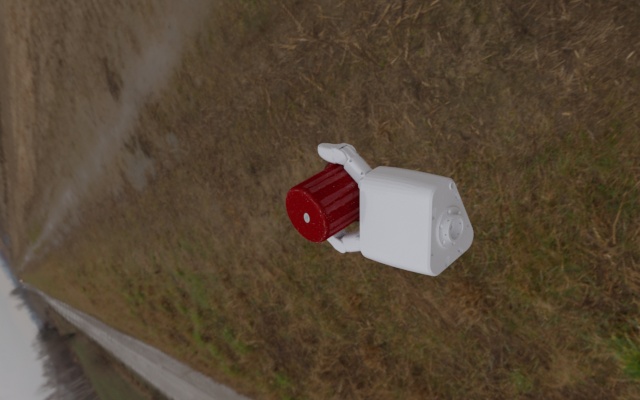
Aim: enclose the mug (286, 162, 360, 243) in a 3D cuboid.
[{"bbox_3d":[-0.001,0.002,0.645,0.081,0.093,0.117,-31,27,-34],"label":"mug"}]
